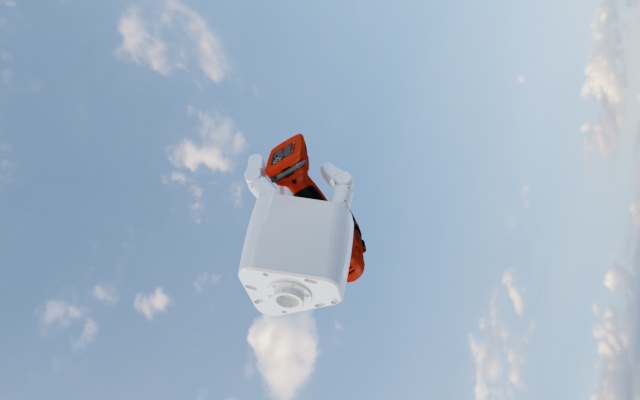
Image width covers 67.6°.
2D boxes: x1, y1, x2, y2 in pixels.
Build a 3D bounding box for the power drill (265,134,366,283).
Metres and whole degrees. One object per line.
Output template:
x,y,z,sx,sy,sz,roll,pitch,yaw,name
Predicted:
0.000,0.002,0.665,0.057,0.188,0.184,-31,19,9,power drill
